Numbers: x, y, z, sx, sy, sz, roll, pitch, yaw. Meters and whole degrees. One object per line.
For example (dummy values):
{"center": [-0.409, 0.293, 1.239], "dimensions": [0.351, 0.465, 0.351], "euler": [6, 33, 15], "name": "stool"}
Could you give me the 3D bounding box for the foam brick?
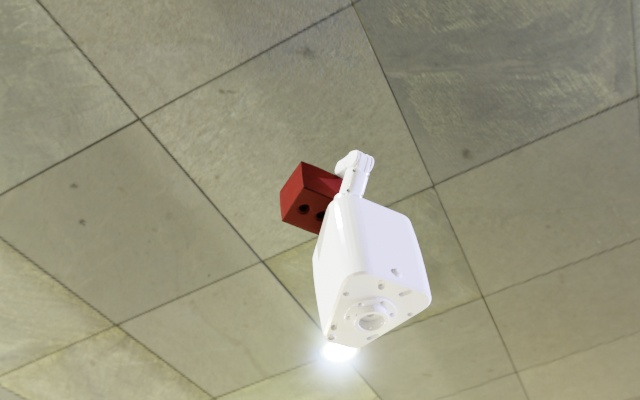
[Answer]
{"center": [0.000, 0.002, 0.535], "dimensions": [0.078, 0.053, 0.051], "euler": [21, 34, -21], "name": "foam brick"}
